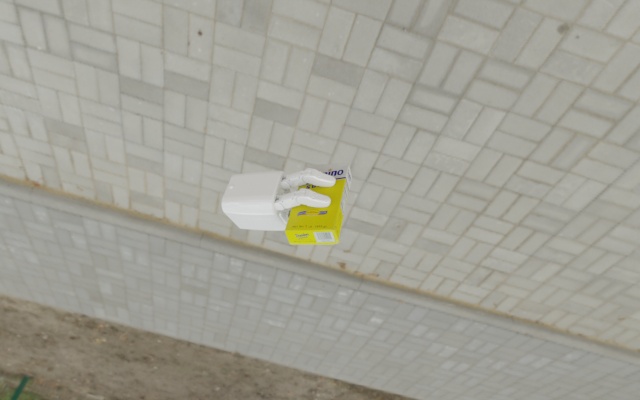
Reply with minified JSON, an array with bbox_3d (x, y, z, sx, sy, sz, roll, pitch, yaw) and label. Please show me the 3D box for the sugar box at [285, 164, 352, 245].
[{"bbox_3d":[0.000,0.003,0.891,0.093,0.176,0.048,-1,-43,15],"label":"sugar box"}]
